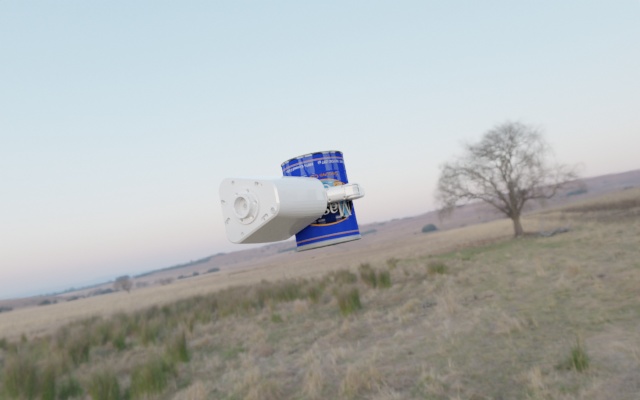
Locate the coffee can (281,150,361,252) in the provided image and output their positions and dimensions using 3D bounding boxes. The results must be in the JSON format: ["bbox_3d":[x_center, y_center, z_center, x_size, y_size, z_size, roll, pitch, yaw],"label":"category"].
[{"bbox_3d":[0.000,0.003,0.755,0.103,0.140,0.103,-11,-6,-1],"label":"coffee can"}]
